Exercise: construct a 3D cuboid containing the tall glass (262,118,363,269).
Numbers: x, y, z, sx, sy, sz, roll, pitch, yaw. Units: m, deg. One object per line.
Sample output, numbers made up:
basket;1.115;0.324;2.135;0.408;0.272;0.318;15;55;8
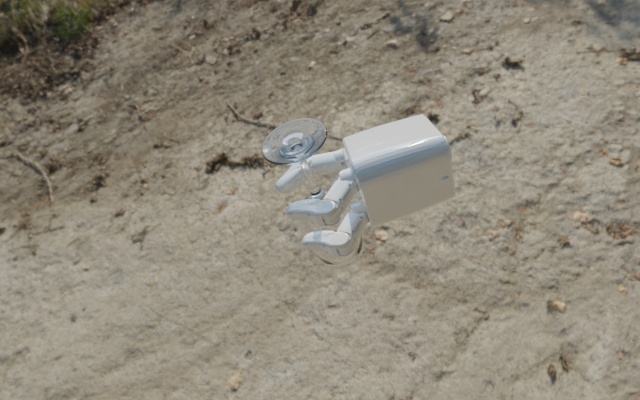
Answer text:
tall glass;0.000;0.001;0.579;0.079;0.079;0.201;0;-42;22
